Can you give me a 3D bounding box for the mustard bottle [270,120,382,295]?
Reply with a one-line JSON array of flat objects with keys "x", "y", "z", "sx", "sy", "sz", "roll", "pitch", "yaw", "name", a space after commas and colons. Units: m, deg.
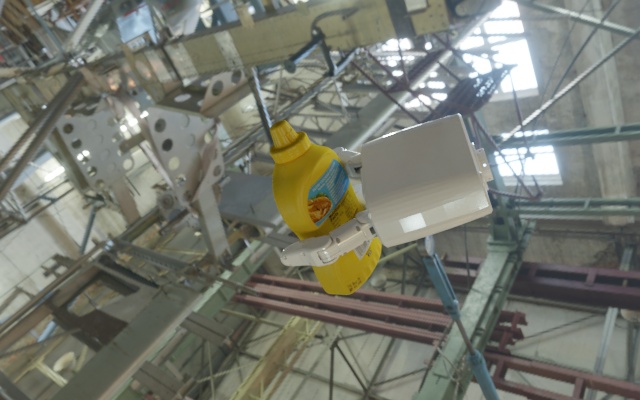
[{"x": 0.000, "y": 0.002, "z": 0.503, "sx": 0.058, "sy": 0.192, "sz": 0.096, "roll": -4, "pitch": 35, "yaw": 39, "name": "mustard bottle"}]
